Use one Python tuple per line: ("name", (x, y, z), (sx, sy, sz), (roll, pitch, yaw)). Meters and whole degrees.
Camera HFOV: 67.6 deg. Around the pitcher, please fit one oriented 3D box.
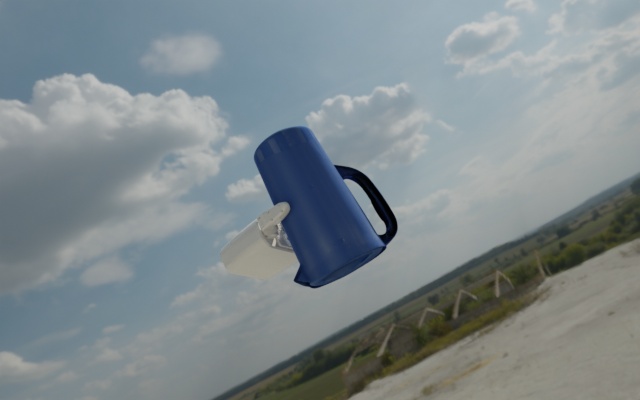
("pitcher", (0.000, 0.003, 0.758), (0.145, 0.242, 0.149), (-37, -18, 29))
